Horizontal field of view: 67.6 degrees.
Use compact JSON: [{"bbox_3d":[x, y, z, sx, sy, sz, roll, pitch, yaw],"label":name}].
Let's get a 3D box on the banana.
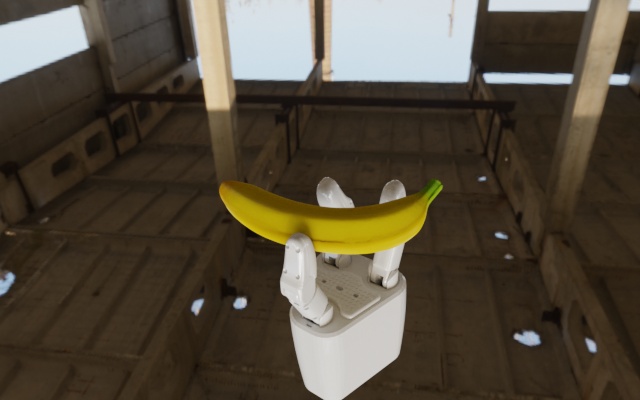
[{"bbox_3d":[0.000,0.013,0.401,0.198,0.037,0.069,2,40,12],"label":"banana"}]
